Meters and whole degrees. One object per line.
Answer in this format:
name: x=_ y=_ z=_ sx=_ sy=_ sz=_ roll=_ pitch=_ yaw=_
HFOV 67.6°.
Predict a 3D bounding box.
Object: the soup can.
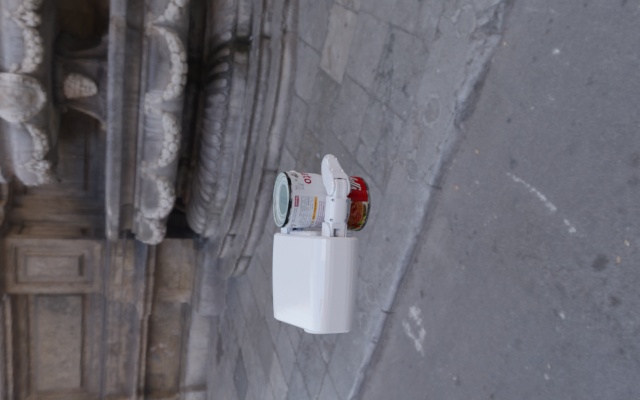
soup can: x=0.000 y=0.001 z=0.575 sx=0.102 sy=0.068 sz=0.068 roll=3 pitch=-1 yaw=-21
